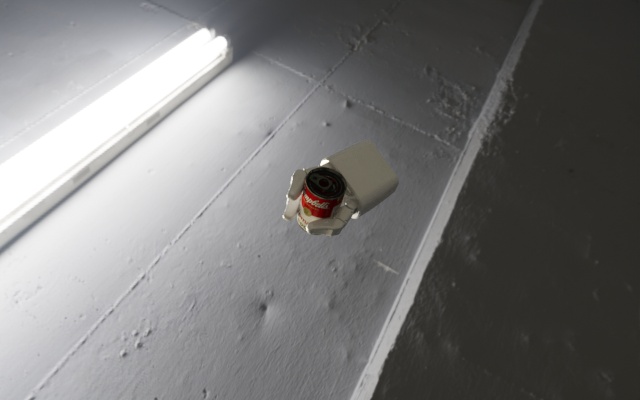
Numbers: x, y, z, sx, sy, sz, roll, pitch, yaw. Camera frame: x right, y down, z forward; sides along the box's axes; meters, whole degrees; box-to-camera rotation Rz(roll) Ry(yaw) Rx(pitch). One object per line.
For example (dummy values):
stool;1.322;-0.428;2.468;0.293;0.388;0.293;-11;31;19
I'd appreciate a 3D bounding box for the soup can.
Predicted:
soup can;0.000;0.003;0.802;0.068;0.068;0.102;0;-39;-14
